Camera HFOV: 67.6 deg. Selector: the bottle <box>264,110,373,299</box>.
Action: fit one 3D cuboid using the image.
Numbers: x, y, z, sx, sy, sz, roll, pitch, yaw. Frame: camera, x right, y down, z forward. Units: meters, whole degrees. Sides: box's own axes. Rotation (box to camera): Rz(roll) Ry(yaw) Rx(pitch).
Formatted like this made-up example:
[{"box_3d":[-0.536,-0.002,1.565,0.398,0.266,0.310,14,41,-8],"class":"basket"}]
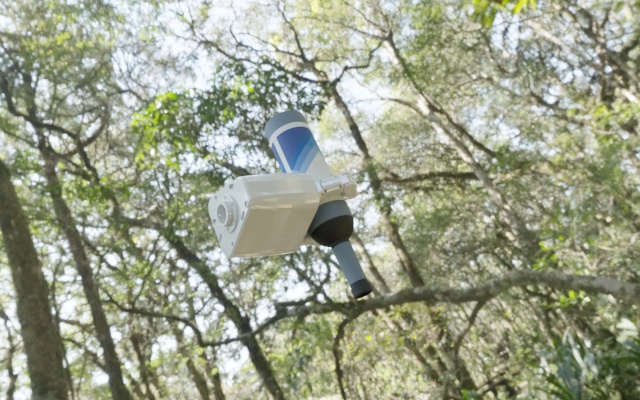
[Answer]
[{"box_3d":[0.000,0.002,0.686,0.069,0.295,0.069,-21,-25,-10],"class":"bottle"}]
